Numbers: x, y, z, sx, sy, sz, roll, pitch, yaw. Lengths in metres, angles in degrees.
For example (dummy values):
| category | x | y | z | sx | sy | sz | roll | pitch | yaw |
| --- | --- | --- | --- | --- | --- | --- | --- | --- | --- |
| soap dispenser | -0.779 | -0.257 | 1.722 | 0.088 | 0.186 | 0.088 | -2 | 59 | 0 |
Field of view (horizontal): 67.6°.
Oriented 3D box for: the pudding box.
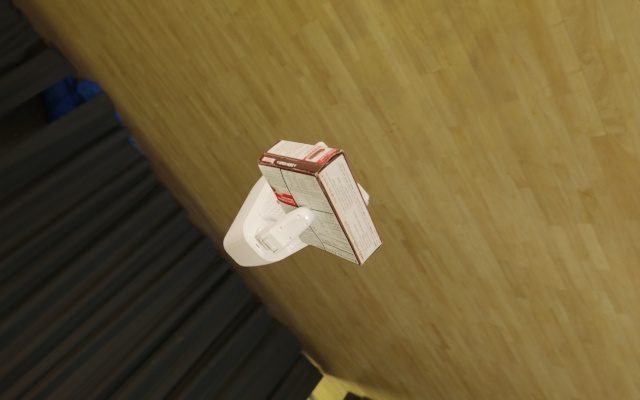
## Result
| category | x | y | z | sx | sy | sz | roll | pitch | yaw |
| --- | --- | --- | --- | --- | --- | --- | --- | --- | --- |
| pudding box | 0.000 | 0.002 | 0.449 | 0.090 | 0.114 | 0.039 | 15 | 52 | 46 |
